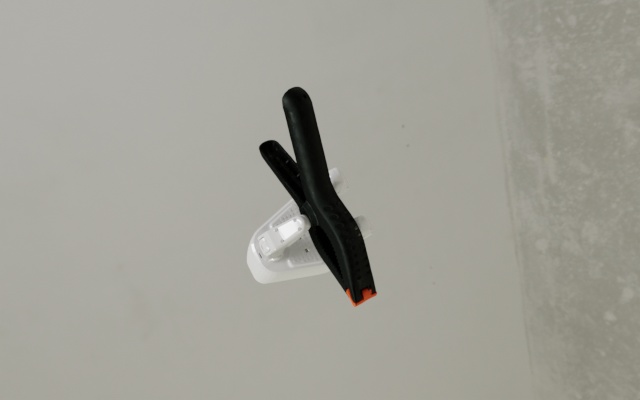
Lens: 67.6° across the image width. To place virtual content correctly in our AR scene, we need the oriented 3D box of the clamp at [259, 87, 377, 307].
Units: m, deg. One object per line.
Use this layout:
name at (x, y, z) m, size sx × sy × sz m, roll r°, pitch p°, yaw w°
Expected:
clamp at (0.000, 0.002, 0.466) m, size 0.036 × 0.210 × 0.164 m, roll -25°, pitch -10°, yaw -17°
